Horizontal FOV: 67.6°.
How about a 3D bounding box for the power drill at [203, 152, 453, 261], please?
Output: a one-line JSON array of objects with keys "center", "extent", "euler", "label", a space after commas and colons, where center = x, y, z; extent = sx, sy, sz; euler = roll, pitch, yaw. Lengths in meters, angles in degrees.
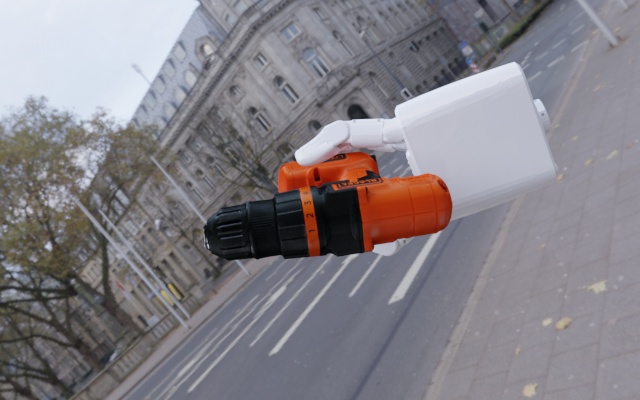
[{"center": [0.000, 0.001, 0.422], "extent": [0.184, 0.057, 0.187], "euler": [-7, 13, -3], "label": "power drill"}]
